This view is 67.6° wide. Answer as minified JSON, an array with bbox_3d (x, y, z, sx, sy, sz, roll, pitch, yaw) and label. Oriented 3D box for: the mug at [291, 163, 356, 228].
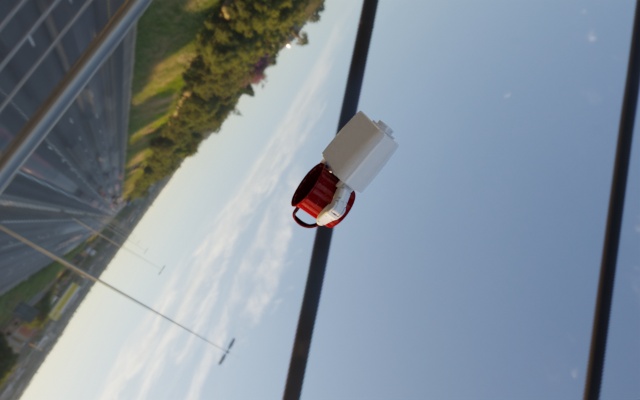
[{"bbox_3d":[-0.001,0.004,0.845,0.081,0.117,0.093,35,16,-17],"label":"mug"}]
